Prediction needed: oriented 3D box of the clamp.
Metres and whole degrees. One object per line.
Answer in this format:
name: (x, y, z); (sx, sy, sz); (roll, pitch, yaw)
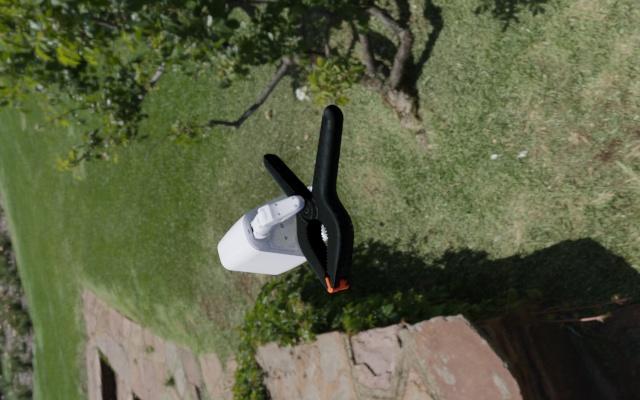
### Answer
clamp: (-0.001, 0.003, 0.573); (0.036, 0.210, 0.165); (-8, -19, -36)
